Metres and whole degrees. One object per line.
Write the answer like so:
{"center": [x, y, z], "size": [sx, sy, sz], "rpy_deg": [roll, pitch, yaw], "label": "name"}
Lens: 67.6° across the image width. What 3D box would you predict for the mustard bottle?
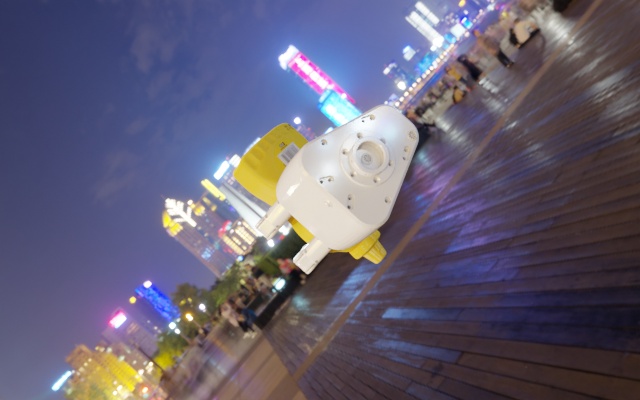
{"center": [0.000, 0.002, 0.547], "size": [0.096, 0.191, 0.058], "rpy_deg": [-49, 1, -44], "label": "mustard bottle"}
